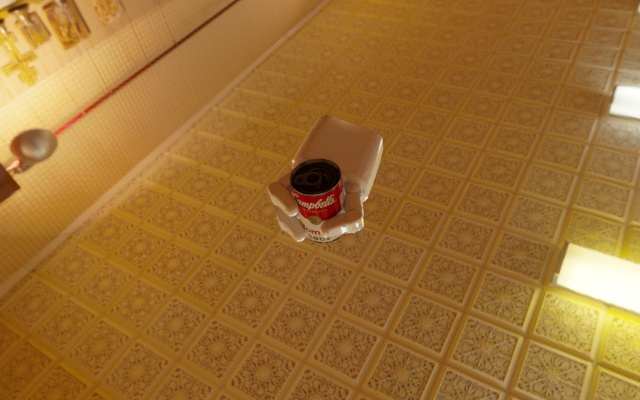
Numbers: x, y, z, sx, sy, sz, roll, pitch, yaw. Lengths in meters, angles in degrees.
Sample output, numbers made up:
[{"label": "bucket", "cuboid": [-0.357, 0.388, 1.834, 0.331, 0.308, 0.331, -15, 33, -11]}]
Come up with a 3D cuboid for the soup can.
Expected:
[{"label": "soup can", "cuboid": [0.000, 0.003, 0.655, 0.068, 0.068, 0.102, 0, -42, 11]}]
